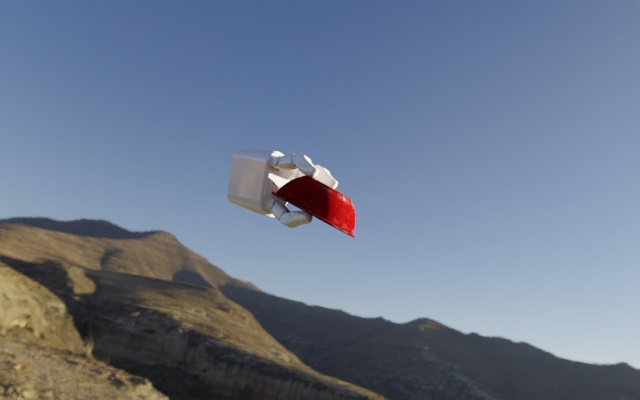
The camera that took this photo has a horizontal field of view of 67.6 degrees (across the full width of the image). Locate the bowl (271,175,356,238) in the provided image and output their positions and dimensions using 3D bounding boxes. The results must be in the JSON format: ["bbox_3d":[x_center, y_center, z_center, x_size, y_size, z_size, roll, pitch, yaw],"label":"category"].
[{"bbox_3d":[0.001,0.003,0.807,0.162,0.055,0.162,29,-2,1],"label":"bowl"}]
